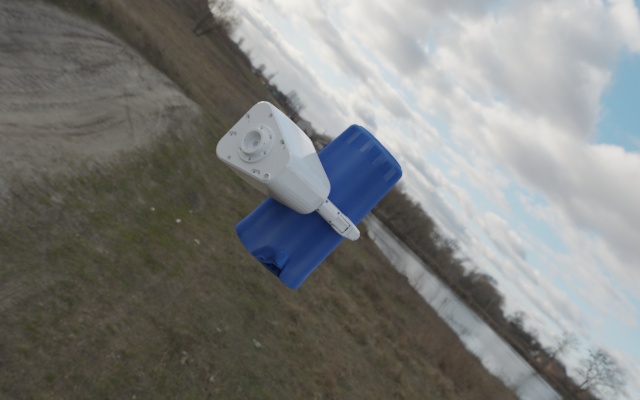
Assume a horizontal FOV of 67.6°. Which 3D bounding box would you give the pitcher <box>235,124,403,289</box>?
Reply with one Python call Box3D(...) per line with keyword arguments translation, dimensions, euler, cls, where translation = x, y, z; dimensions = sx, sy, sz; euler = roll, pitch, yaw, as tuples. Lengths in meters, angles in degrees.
Box3D(translation=(0.000, 0.002, 0.722), dimensions=(0.149, 0.243, 0.145), euler=(49, 5, 33), cls="pitcher")
